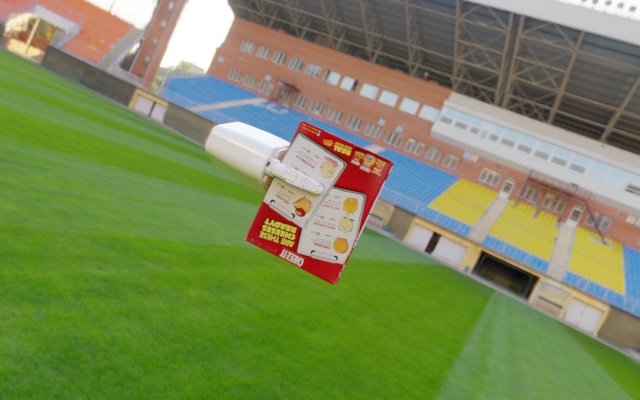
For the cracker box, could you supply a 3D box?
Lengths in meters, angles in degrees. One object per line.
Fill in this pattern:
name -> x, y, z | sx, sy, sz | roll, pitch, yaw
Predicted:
cracker box -> 0.000, 0.002, 0.776 | 0.164, 0.213, 0.072 | 26, 2, 10
